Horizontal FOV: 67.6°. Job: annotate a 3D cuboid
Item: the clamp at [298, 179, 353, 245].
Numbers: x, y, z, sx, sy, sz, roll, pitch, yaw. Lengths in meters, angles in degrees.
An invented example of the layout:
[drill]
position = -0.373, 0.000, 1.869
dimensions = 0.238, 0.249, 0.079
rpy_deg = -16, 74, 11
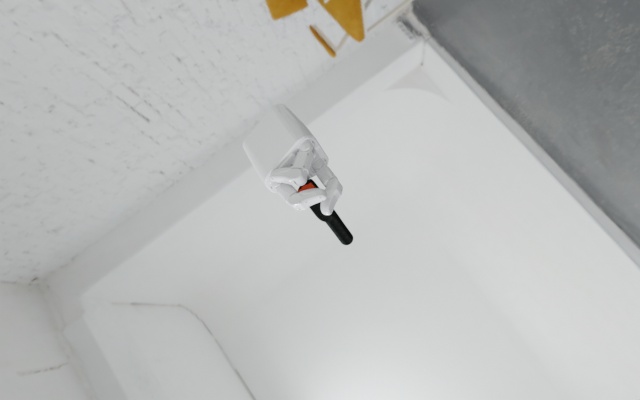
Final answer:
[clamp]
position = 0.000, 0.003, 0.835
dimensions = 0.039, 0.120, 0.171
rpy_deg = -36, -36, 1
